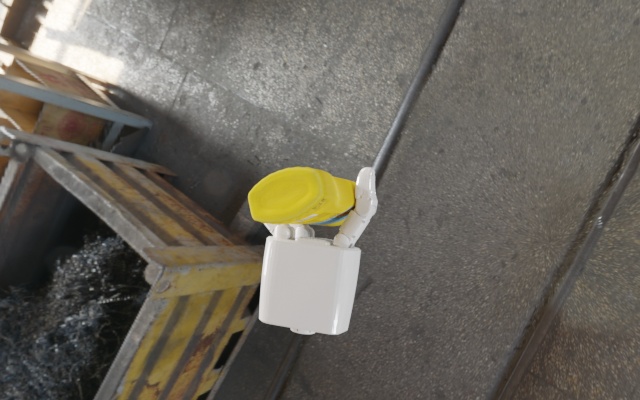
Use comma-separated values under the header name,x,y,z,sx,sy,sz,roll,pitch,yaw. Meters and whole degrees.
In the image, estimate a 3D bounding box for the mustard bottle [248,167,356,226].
name,x,y,z,sx,sy,sz,roll,pitch,yaw
mustard bottle,0.000,0.002,0.599,0.096,0.058,0.191,-20,-13,23
